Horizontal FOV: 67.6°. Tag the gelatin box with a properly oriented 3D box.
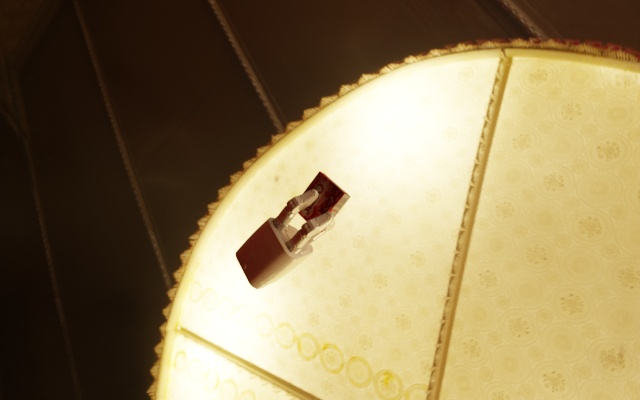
[{"bbox_3d":[0.001,0.003,0.881,0.073,0.089,0.030,43,9,31],"label":"gelatin box"}]
